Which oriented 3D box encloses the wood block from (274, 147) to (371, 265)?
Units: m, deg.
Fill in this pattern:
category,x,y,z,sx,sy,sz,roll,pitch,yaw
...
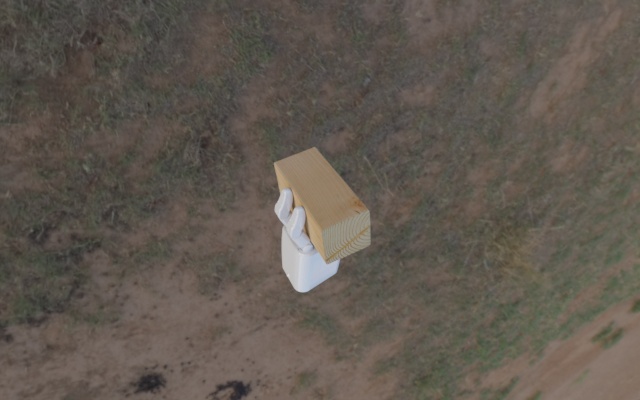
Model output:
category,x,y,z,sx,sy,sz,roll,pitch,yaw
wood block,0.001,0.003,0.866,0.091,0.090,0.206,-22,45,-15
